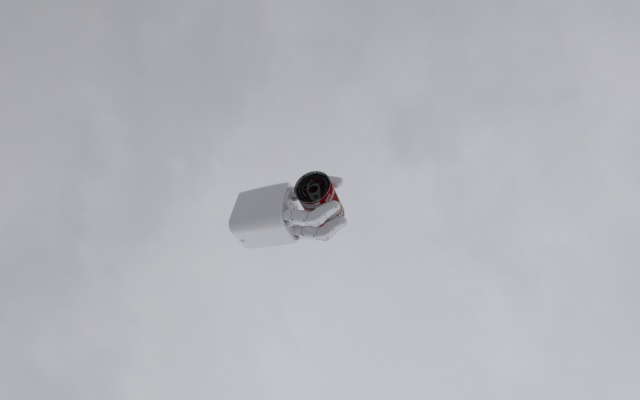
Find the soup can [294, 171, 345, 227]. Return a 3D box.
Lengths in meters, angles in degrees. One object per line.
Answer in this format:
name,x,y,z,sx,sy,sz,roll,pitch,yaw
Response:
soup can,0.001,0.003,0.880,0.068,0.068,0.102,0,-33,21
